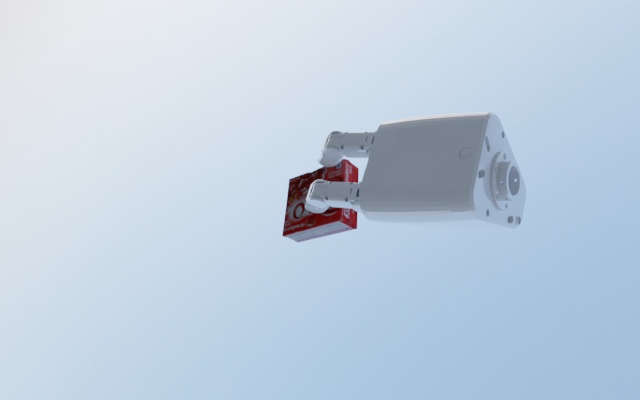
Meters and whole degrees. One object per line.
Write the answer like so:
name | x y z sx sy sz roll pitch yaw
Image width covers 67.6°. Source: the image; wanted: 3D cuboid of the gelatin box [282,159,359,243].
gelatin box | 0.000 0.002 0.530 0.089 0.073 0.030 -17 -33 39
